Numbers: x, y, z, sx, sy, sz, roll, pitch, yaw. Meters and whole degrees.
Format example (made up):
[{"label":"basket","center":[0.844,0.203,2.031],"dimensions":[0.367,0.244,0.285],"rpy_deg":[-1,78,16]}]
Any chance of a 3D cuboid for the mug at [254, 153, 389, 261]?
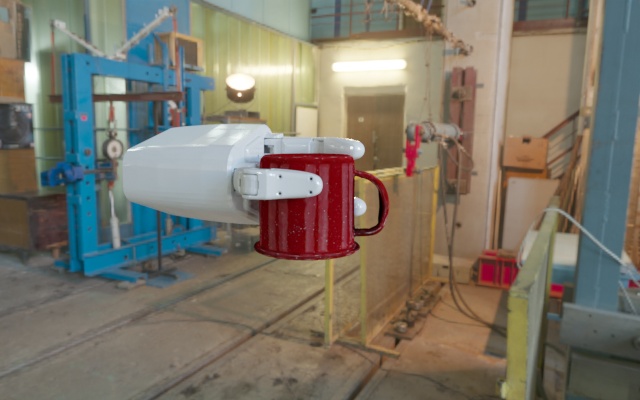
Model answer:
[{"label":"mug","center":[0.001,0.001,0.410],"dimensions":[0.117,0.081,0.093],"rpy_deg":[2,8,12]}]
